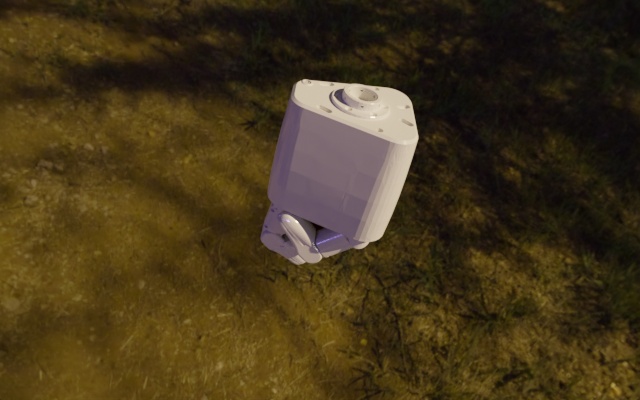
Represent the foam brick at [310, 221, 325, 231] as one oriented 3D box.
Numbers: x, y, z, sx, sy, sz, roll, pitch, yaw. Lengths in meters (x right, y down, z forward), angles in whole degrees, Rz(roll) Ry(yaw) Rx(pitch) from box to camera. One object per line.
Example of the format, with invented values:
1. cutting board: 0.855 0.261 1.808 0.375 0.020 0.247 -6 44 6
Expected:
1. foam brick: 0.000 0.001 0.495 0.053 0.051 0.078 11 38 -5
